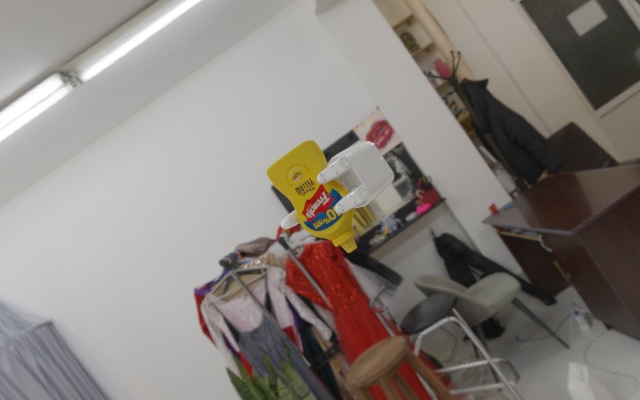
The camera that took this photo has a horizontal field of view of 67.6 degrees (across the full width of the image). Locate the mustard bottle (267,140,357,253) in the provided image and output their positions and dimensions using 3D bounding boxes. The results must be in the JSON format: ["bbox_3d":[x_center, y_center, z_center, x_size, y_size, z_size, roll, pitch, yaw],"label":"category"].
[{"bbox_3d":[0.000,0.002,0.788,0.096,0.191,0.058,-34,0,17],"label":"mustard bottle"}]
